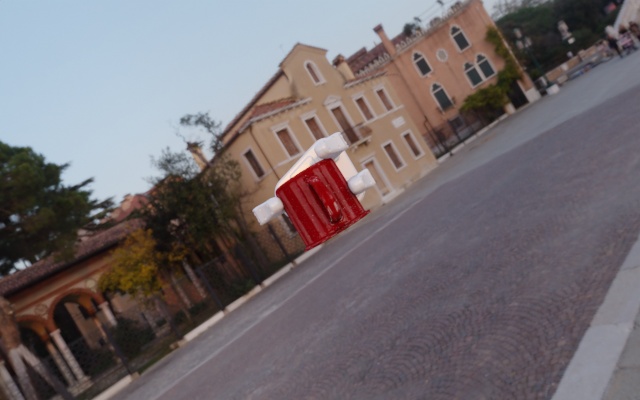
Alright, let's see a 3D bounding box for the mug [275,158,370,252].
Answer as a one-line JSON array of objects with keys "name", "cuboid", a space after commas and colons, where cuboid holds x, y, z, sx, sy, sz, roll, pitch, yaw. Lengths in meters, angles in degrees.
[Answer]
[{"name": "mug", "cuboid": [0.000, 0.002, 0.557, 0.093, 0.081, 0.117, -31, -1, -5]}]
